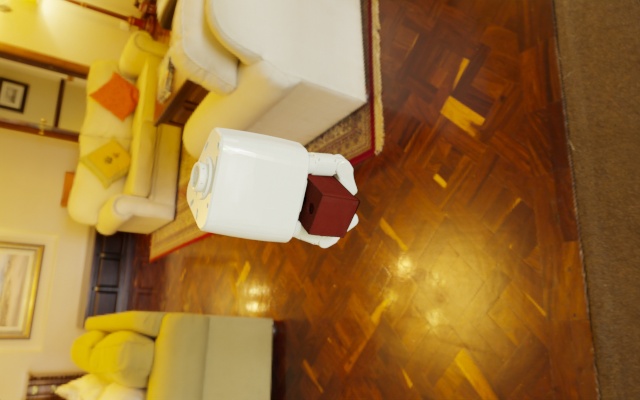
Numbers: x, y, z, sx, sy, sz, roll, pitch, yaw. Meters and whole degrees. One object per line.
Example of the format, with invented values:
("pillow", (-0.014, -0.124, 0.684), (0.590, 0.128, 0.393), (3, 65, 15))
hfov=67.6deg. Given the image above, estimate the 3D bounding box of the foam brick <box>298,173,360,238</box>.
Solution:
("foam brick", (0.000, 0.002, 0.569), (0.051, 0.053, 0.078), (8, 24, -32))
